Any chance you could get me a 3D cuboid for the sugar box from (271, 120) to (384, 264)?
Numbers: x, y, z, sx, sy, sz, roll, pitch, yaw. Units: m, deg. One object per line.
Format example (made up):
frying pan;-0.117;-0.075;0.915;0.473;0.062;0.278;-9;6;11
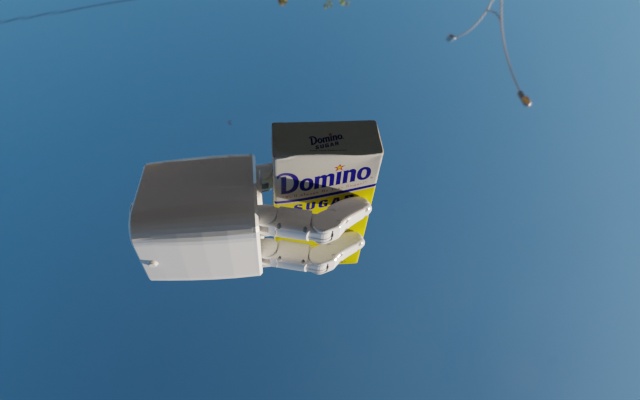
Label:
sugar box;0.000;0.002;0.461;0.093;0.048;0.176;-3;-35;-6
